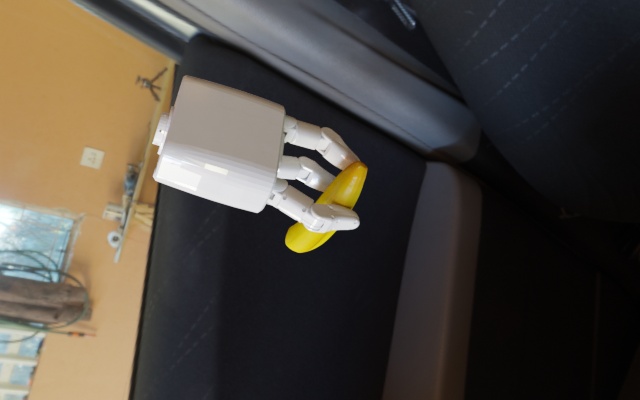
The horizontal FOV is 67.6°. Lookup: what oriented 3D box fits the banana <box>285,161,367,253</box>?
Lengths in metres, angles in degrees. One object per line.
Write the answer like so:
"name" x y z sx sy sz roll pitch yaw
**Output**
"banana" -0.004 0.020 0.553 0.037 0.069 0.198 18 -26 -17
